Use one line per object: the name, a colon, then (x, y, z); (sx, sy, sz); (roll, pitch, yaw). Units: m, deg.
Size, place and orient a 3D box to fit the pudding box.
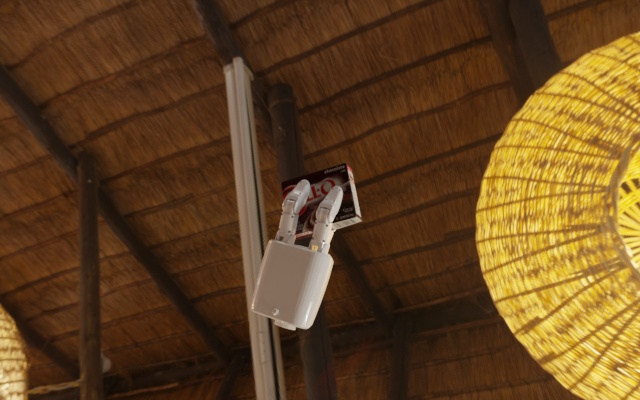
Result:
pudding box: (0.000, 0.002, 0.727); (0.113, 0.090, 0.039); (-15, -22, 14)
